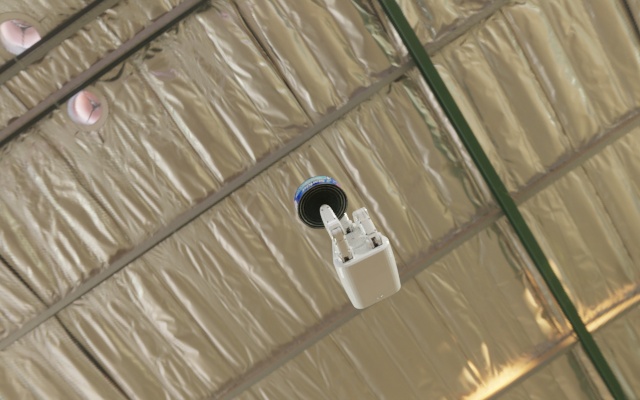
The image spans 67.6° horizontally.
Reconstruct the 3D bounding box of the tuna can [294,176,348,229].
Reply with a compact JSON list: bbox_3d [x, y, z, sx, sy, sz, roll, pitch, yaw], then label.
[{"bbox_3d":[0.000,0.002,0.792,0.086,0.086,0.033,0,28,-17],"label":"tuna can"}]
